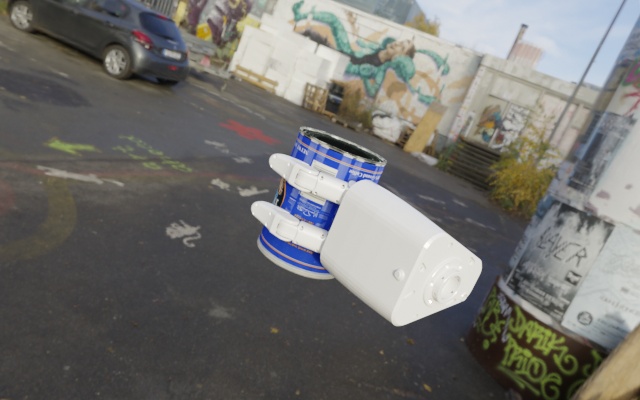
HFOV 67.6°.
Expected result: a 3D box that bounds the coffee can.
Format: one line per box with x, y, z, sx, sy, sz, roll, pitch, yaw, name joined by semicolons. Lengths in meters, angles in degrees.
0.000;0.002;0.536;0.103;0.140;0.102;20;14;-5;coffee can
